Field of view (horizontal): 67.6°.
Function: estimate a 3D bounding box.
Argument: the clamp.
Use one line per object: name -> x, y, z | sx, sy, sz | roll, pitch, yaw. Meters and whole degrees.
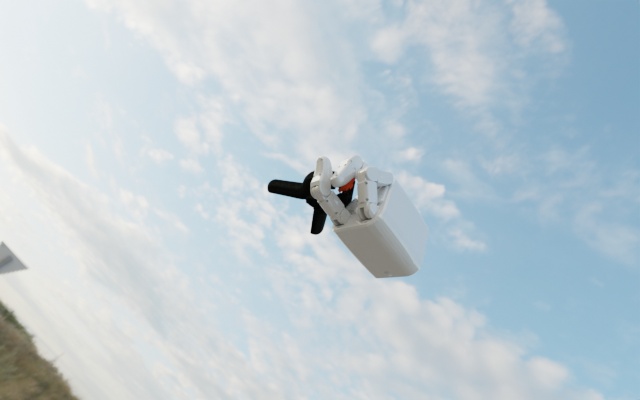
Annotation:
clamp -> 0.000, 0.002, 0.741 | 0.120, 0.039, 0.171 | 45, -31, -24
